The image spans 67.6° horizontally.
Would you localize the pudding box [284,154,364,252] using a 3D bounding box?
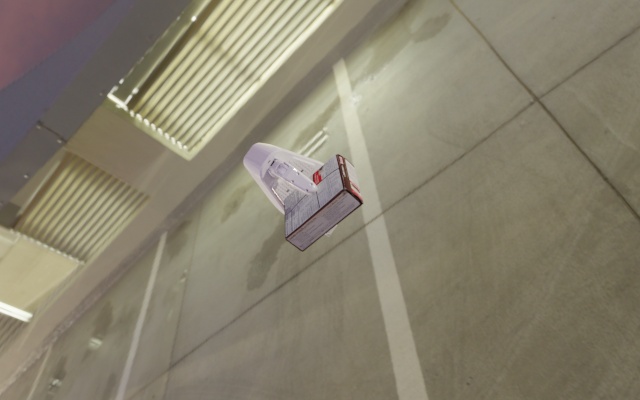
[{"bbox_3d":[0.000,0.002,0.643,0.039,0.113,0.090,36,26,-28],"label":"pudding box"}]
